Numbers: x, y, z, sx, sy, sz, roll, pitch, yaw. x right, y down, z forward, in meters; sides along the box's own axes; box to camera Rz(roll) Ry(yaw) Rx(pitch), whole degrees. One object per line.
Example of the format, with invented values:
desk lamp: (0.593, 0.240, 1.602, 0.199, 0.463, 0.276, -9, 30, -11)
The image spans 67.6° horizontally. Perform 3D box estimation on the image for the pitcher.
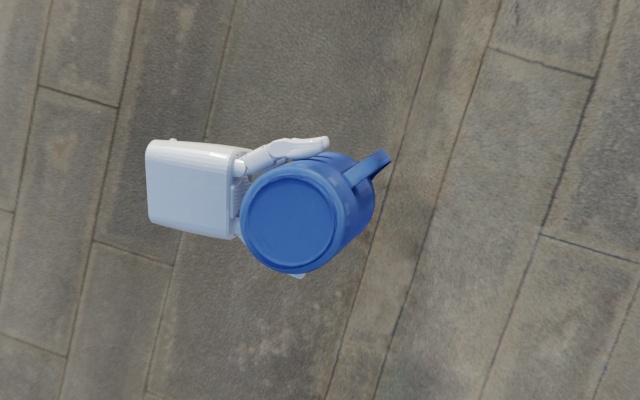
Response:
pitcher: (0.000, 0.002, 0.573, 0.145, 0.149, 0.243, 11, 8, 9)
